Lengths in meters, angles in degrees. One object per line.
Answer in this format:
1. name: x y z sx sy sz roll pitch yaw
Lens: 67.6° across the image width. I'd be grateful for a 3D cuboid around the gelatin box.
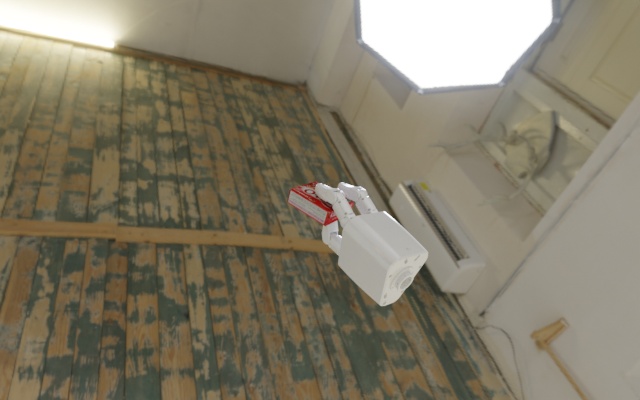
1. gelatin box: 0.000 0.003 0.818 0.089 0.030 0.073 30 30 28
